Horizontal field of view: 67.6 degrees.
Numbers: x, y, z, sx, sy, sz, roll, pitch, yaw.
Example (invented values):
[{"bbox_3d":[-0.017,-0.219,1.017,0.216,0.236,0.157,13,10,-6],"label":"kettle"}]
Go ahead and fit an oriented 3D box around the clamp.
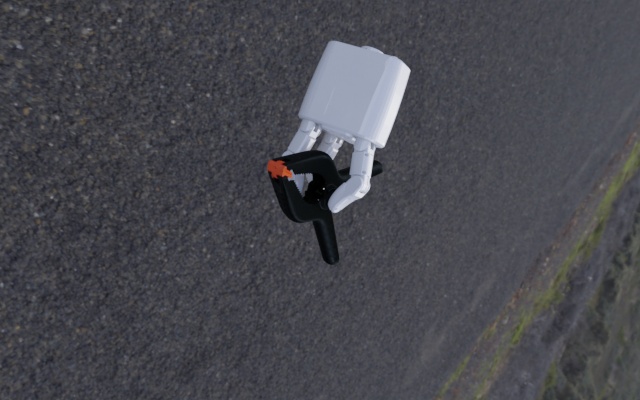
[{"bbox_3d":[0.000,0.002,0.624,0.036,0.164,0.210,23,3,36],"label":"clamp"}]
